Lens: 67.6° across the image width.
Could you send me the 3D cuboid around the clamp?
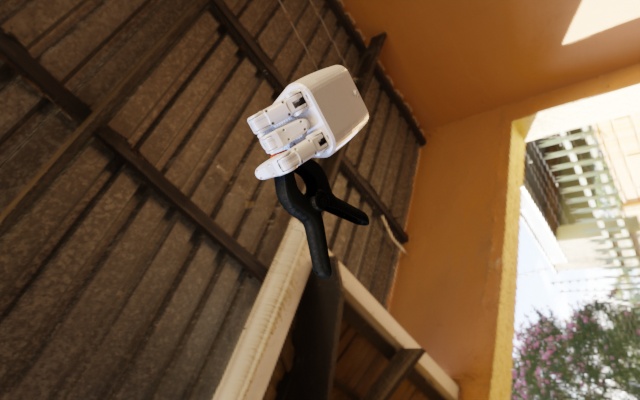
[{"bbox_3d":[0.000,0.002,0.627,0.039,0.171,0.120,-12,21,42],"label":"clamp"}]
